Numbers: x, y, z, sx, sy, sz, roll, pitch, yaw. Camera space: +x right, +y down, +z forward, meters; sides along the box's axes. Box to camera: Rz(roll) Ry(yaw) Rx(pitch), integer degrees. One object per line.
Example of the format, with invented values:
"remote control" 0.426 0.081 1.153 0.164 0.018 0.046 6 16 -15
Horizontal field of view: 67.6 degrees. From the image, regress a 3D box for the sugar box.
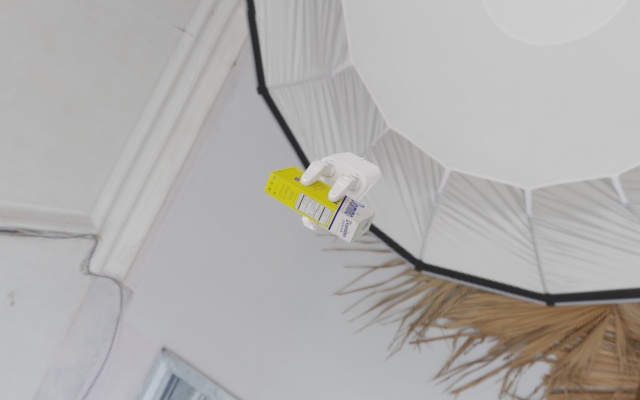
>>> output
"sugar box" 0.000 0.002 0.815 0.176 0.048 0.093 28 20 16
